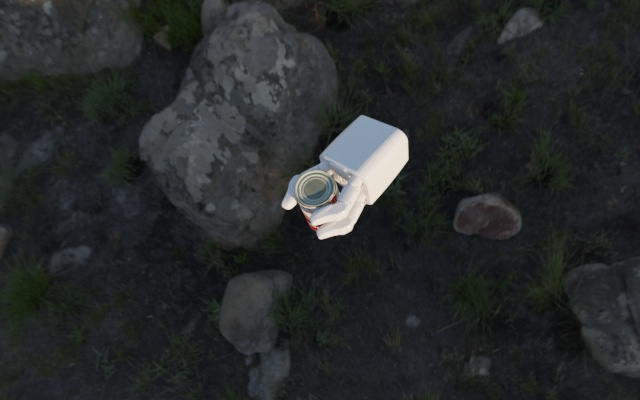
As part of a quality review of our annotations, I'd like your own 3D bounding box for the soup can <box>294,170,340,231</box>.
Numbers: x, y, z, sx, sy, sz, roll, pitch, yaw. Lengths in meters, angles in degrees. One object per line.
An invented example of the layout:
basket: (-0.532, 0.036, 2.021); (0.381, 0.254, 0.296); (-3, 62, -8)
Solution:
soup can: (0.000, 0.003, 0.781); (0.068, 0.068, 0.102); (0, -26, 11)
